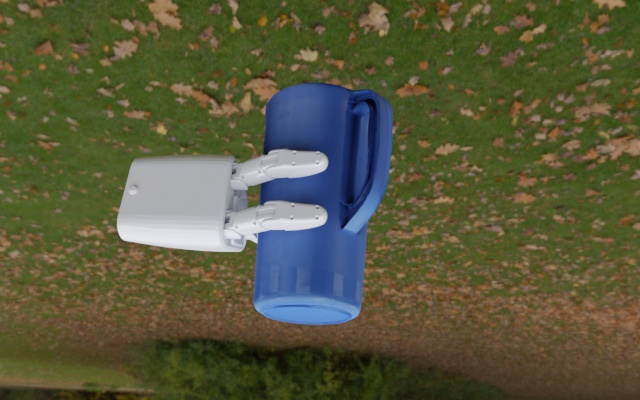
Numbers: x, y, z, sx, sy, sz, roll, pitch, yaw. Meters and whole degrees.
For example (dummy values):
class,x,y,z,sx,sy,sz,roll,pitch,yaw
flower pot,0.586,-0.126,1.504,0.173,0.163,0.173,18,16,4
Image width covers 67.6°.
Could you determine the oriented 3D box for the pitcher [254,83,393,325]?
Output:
class,x,y,z,sx,sy,sz,roll,pitch,yaw
pitcher,0.000,0.002,0.515,0.145,0.242,0.149,2,-24,4
